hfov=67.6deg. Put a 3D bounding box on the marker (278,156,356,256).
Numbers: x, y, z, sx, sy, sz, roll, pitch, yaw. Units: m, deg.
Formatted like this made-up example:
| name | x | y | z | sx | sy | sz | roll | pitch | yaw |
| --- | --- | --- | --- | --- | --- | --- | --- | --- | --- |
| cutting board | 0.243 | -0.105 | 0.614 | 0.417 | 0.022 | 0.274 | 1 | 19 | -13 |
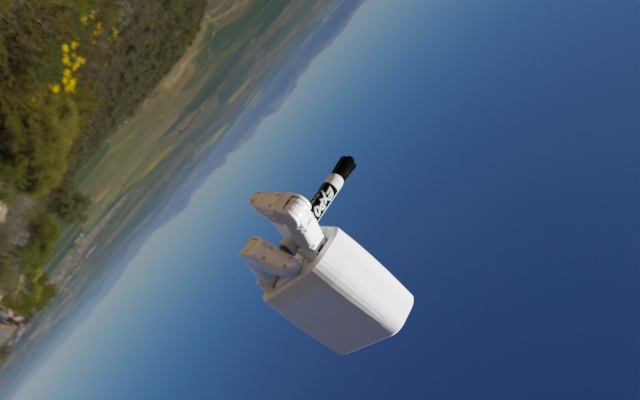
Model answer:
| name | x | y | z | sx | sy | sz | roll | pitch | yaw |
| --- | --- | --- | --- | --- | --- | --- | --- | --- | --- |
| marker | 0.000 | 0.001 | 0.462 | 0.020 | 0.121 | 0.020 | 27 | -28 | 16 |
